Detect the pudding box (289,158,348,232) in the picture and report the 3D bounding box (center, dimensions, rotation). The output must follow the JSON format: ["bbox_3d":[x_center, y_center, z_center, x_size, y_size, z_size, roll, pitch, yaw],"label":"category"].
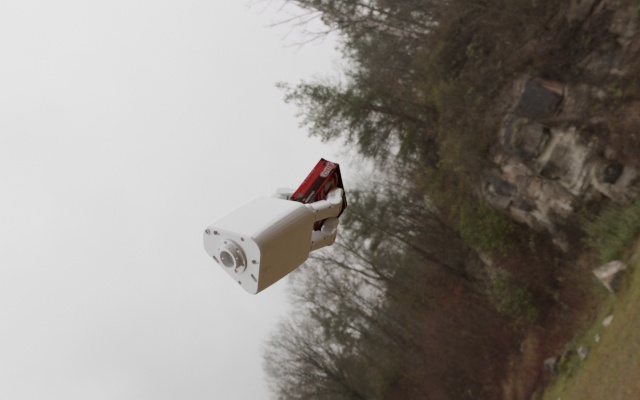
[{"bbox_3d":[0.000,0.002,0.749,0.039,0.090,0.114,26,-27,24],"label":"pudding box"}]
